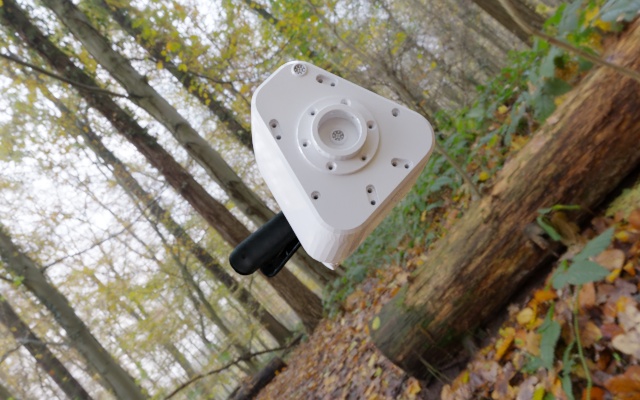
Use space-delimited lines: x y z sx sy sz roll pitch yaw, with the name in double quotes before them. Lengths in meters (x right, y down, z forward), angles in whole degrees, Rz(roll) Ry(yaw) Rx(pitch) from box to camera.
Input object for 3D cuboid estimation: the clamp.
"clamp" 0.000 0.001 0.472 0.036 0.210 0.164 44 -13 7
